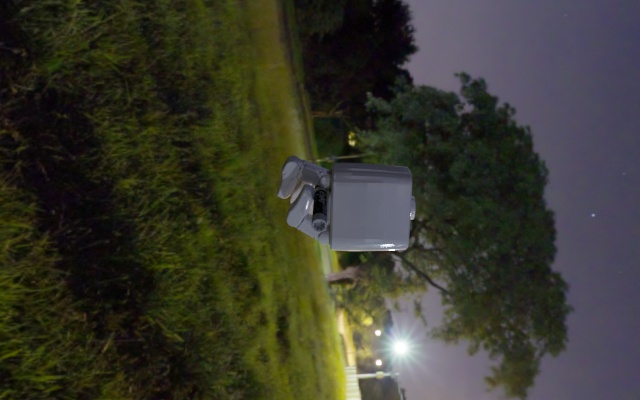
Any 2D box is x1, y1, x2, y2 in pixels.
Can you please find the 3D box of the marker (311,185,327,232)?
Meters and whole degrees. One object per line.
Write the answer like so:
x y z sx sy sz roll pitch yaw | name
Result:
0.000 0.002 0.616 0.020 0.020 0.121 0 27 1 | marker
